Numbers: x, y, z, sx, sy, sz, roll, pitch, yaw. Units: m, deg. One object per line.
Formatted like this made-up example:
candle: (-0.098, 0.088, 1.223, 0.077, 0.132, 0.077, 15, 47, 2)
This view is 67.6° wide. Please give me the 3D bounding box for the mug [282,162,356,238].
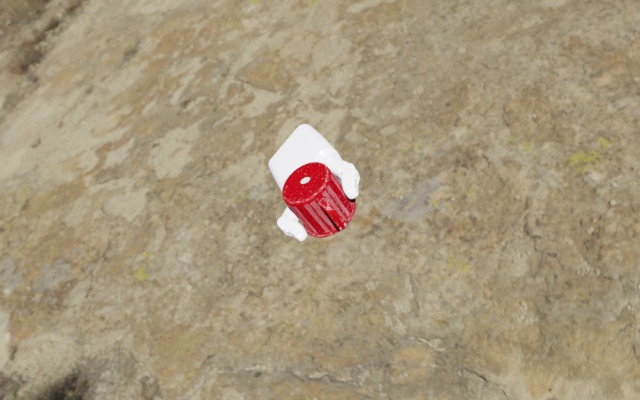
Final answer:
mug: (0.001, 0.003, 0.708, 0.081, 0.093, 0.117, 52, 0, -41)
